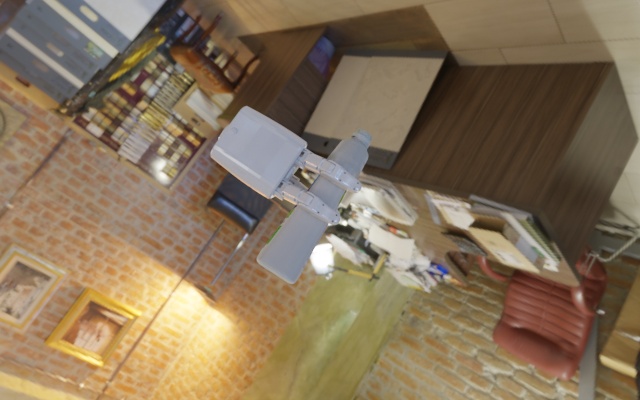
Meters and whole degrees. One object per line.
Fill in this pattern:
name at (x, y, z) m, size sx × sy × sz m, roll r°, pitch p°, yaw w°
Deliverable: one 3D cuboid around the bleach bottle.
bleach bottle at (0.000, 0.002, 0.717) m, size 0.068 × 0.250 × 0.102 m, roll 33°, pitch -12°, yaw 0°
